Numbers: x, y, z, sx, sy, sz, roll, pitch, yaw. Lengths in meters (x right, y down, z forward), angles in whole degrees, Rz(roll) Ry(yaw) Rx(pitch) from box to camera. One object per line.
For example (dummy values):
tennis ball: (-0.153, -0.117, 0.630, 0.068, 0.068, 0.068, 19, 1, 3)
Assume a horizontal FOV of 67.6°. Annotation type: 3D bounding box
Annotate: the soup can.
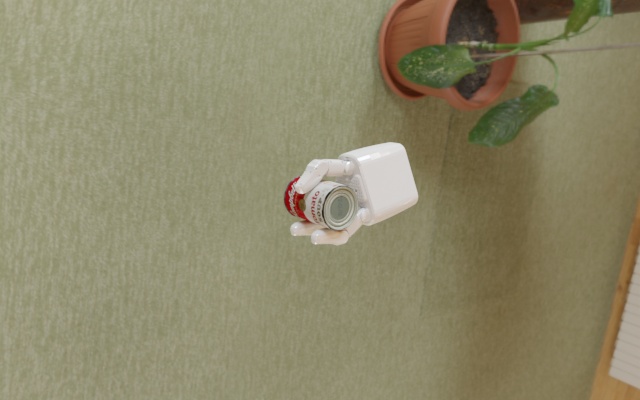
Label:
soup can: (0.000, 0.002, 0.718, 0.068, 0.068, 0.102, 0, 11, -38)
